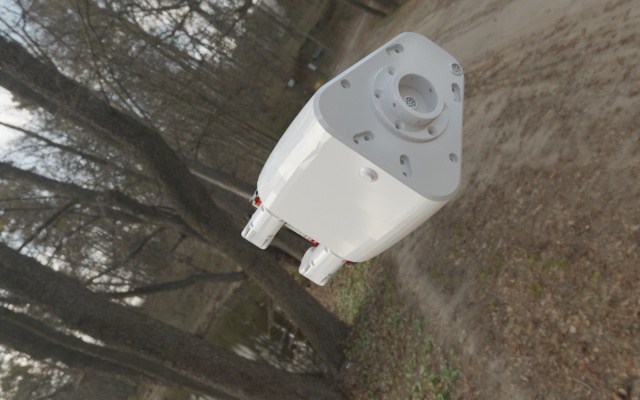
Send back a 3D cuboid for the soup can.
[{"bbox_3d":[0.000,0.001,0.406,0.102,0.068,0.068,33,-4,-6],"label":"soup can"}]
